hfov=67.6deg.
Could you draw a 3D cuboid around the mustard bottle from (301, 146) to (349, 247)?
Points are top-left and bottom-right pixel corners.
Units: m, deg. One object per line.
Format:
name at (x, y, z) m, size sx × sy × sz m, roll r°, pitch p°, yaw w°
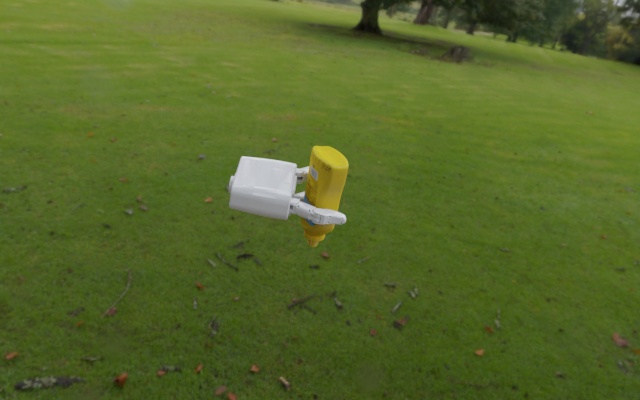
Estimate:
mustard bottle at (0.001, 0.003, 0.884) m, size 0.058 × 0.192 × 0.096 m, roll -2°, pitch 30°, yaw -25°
